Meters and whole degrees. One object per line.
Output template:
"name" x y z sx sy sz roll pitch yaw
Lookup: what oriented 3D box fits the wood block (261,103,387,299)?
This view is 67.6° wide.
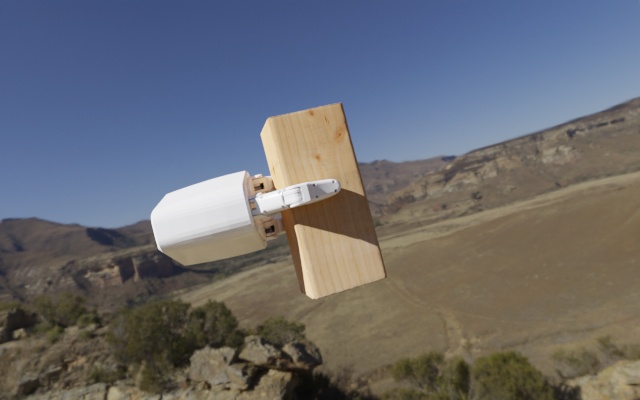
"wood block" 0.000 0.002 0.571 0.090 0.206 0.091 -14 -1 -13
